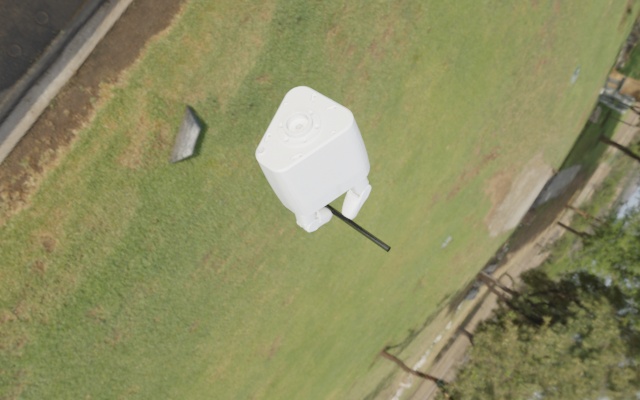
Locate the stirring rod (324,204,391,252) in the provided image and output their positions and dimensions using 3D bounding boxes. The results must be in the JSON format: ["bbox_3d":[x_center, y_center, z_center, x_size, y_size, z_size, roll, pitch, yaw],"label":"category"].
[{"bbox_3d":[0.000,0.002,0.670,0.239,0.011,0.011,35,17,27],"label":"stirring rod"}]
